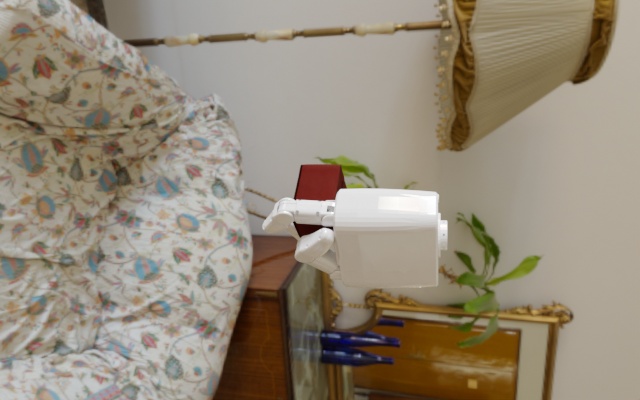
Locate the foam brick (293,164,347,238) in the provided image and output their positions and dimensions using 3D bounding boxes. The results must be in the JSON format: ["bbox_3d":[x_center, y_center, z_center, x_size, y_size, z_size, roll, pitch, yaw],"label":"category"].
[{"bbox_3d":[0.000,0.002,0.571,0.051,0.078,0.053,-1,-37,15],"label":"foam brick"}]
